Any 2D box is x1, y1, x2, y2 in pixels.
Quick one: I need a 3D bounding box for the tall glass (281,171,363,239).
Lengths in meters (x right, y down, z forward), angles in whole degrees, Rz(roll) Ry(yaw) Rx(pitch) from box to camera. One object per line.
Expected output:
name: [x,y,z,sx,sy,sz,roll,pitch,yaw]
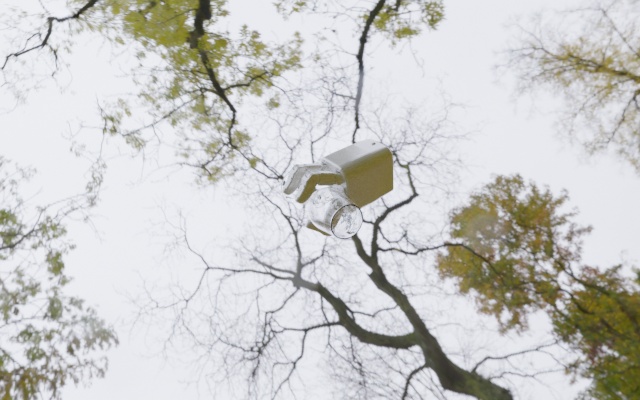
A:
tall glass: [0.000,0.003,0.867,0.079,0.079,0.201,0,20,-28]
